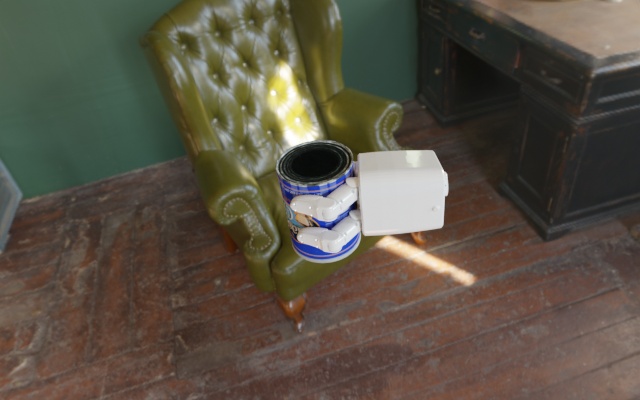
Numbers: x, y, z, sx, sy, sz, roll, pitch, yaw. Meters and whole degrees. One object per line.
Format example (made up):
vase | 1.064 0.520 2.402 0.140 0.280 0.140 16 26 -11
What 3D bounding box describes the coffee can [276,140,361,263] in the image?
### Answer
coffee can | 0.000 0.002 0.665 0.103 0.140 0.102 -5 39 4
